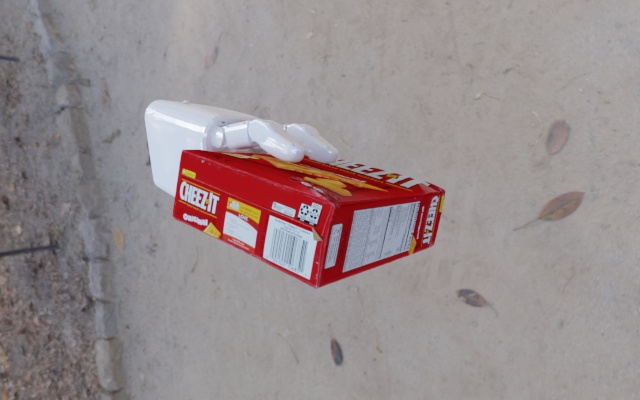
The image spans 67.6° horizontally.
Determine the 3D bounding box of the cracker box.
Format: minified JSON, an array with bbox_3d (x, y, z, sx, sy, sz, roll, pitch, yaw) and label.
[{"bbox_3d":[0.000,0.002,0.452,0.164,0.072,0.213,20,15,33],"label":"cracker box"}]
